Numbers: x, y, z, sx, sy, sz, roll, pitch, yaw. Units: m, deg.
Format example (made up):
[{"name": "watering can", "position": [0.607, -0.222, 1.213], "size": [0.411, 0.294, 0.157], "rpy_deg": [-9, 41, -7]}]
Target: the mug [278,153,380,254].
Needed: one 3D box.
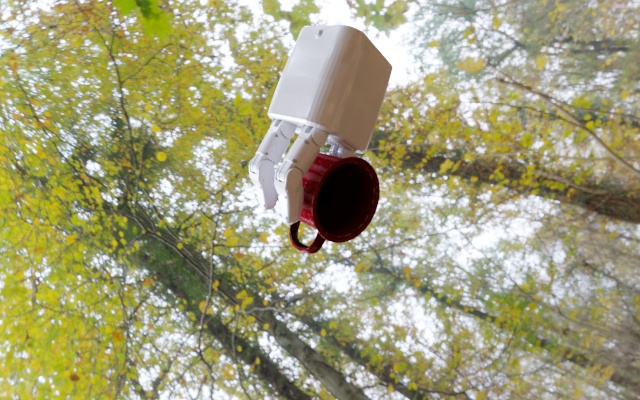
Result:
[{"name": "mug", "position": [-0.001, 0.003, 0.528], "size": [0.093, 0.117, 0.081], "rpy_deg": [21, 0, -41]}]
